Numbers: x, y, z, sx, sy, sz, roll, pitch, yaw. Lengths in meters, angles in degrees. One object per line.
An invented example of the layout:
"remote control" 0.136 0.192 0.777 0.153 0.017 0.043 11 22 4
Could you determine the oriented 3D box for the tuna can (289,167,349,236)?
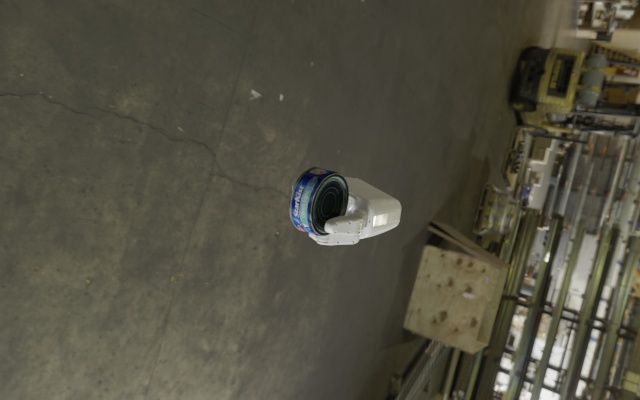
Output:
"tuna can" 0.001 0.002 0.612 0.033 0.086 0.086 16 9 34
